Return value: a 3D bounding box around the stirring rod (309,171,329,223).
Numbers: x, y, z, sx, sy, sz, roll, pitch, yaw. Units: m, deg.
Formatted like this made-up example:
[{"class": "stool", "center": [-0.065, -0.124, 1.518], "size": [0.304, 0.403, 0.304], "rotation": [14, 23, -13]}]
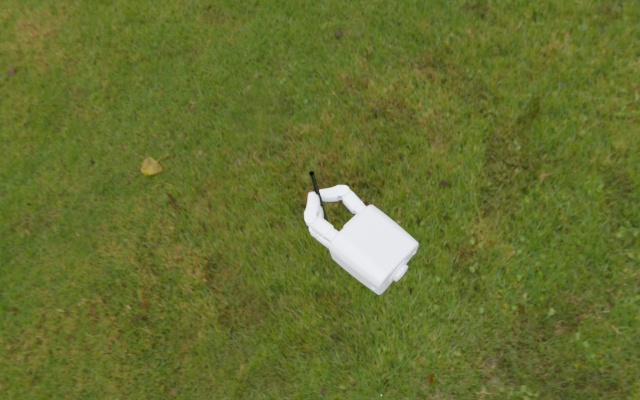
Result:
[{"class": "stirring rod", "center": [0.000, 0.003, 0.852], "size": [0.011, 0.011, 0.240], "rotation": [0, -22, 7]}]
